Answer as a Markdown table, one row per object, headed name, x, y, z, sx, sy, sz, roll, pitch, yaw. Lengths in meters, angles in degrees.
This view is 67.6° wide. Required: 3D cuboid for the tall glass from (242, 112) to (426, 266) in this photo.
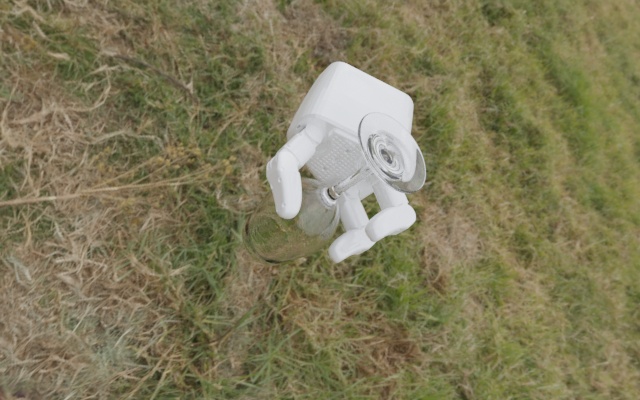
| name | x | y | z | sx | sy | sz | roll | pitch | yaw |
| --- | --- | --- | --- | --- | --- | --- | --- | --- | --- |
| tall glass | 0.000 | 0.001 | 0.453 | 0.079 | 0.079 | 0.201 | 0 | -25 | -41 |
